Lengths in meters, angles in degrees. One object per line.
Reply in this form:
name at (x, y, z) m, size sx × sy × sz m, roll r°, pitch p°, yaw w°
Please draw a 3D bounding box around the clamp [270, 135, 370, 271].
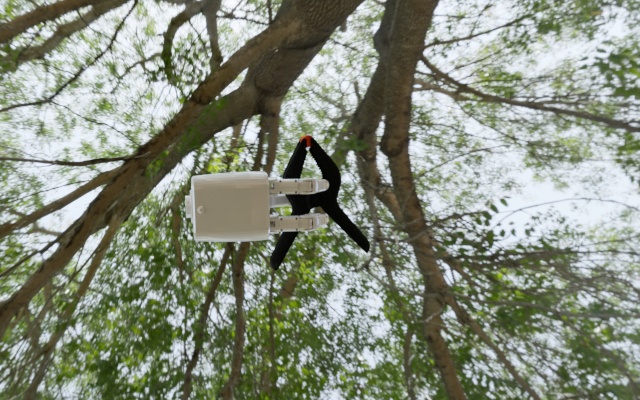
clamp at (0.000, 0.002, 0.756) m, size 0.164 × 0.210 × 0.036 m, roll -2°, pitch 7°, yaw -15°
